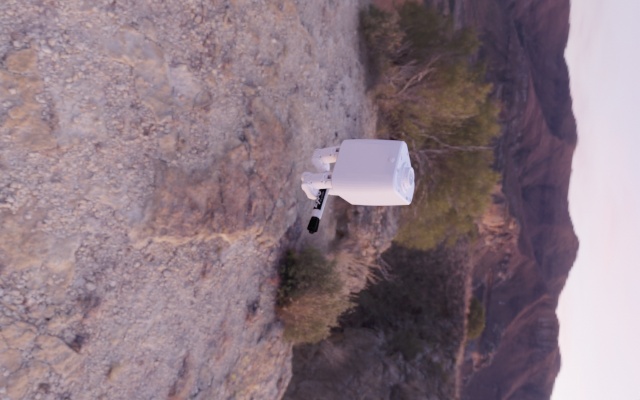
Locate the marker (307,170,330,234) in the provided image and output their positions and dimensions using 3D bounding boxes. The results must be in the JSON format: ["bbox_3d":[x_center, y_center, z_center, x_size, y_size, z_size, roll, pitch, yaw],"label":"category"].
[{"bbox_3d":[0.000,0.003,0.831,0.020,0.121,0.020,14,-26,7],"label":"marker"}]
